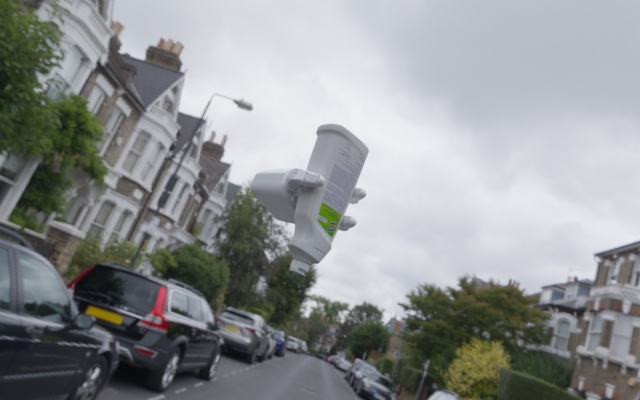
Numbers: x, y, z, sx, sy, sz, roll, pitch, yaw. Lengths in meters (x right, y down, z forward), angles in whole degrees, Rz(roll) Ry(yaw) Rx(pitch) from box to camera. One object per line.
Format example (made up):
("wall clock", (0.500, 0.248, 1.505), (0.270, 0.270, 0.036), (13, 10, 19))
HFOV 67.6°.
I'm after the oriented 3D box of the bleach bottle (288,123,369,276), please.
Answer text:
("bleach bottle", (0.000, 0.003, 0.807), (0.068, 0.250, 0.103), (4, -22, 48))
